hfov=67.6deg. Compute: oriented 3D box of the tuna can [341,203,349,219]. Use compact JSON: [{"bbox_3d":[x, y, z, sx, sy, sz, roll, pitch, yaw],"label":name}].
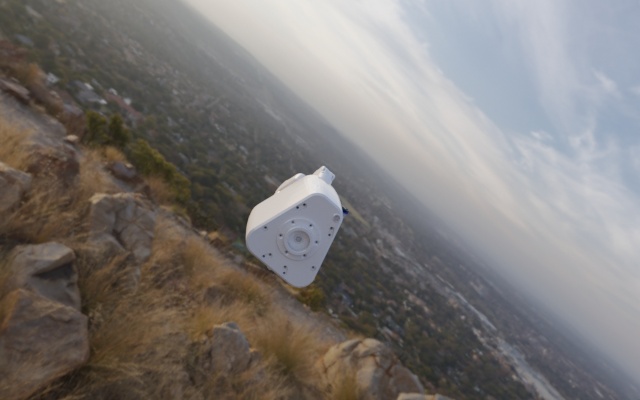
[{"bbox_3d":[0.000,0.002,0.710,0.086,0.034,0.086,39,4,-4],"label":"tuna can"}]
